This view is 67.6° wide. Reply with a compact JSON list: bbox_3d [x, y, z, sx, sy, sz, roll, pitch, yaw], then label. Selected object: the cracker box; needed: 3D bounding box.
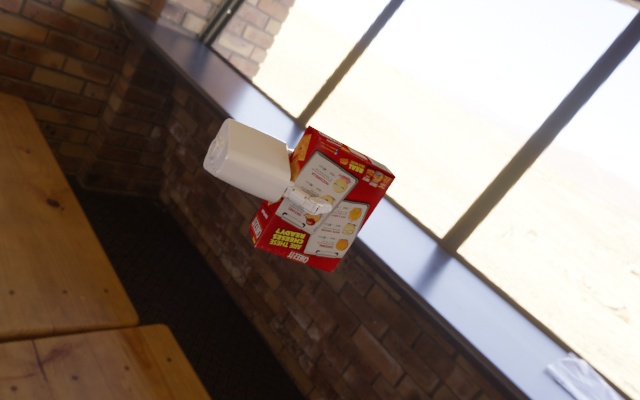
[{"bbox_3d":[0.000,0.003,0.818,0.164,0.214,0.072,23,19,-29],"label":"cracker box"}]
